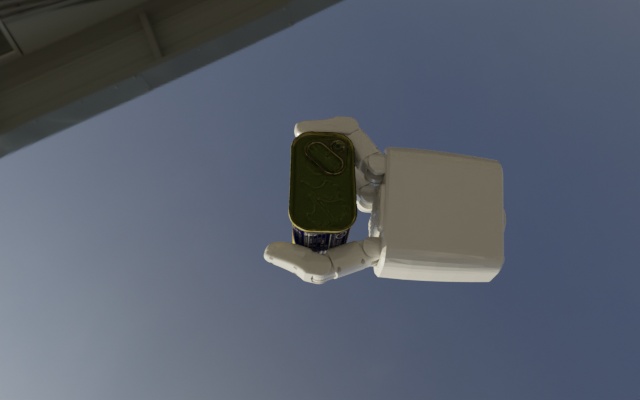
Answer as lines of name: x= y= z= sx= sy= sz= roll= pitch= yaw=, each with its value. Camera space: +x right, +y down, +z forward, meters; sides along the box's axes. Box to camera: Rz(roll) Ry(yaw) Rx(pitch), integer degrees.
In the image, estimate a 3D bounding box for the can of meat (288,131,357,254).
can of meat: x=0.000 y=0.002 z=0.446 sx=0.057 sy=0.102 sz=0.084 roll=1 pitch=-30 yaw=-3
